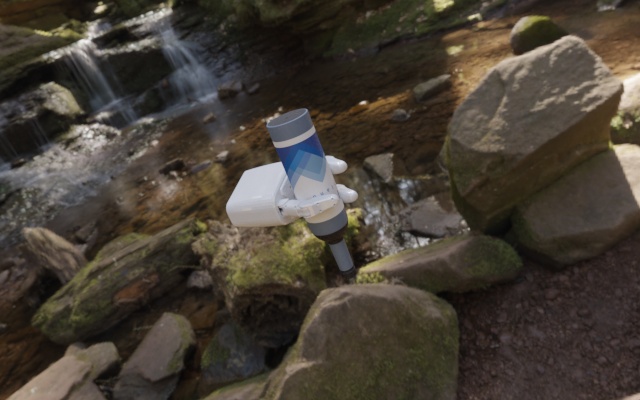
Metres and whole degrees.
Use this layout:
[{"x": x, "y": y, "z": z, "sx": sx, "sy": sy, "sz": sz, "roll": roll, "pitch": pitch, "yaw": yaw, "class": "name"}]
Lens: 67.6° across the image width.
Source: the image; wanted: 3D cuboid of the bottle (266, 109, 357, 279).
[{"x": 0.000, "y": 0.002, "z": 0.768, "sx": 0.069, "sy": 0.296, "sz": 0.069, "roll": -18, "pitch": 23, "yaw": 8, "class": "bottle"}]
